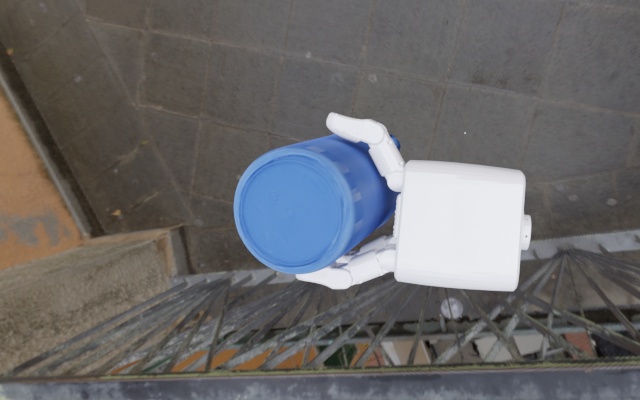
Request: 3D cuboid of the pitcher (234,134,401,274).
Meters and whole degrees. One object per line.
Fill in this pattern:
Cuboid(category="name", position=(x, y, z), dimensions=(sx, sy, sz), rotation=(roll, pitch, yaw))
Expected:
Cuboid(category="pitcher", position=(0.000, 0.002, 0.504), dimensions=(0.145, 0.149, 0.243), rotation=(5, 9, 15))
